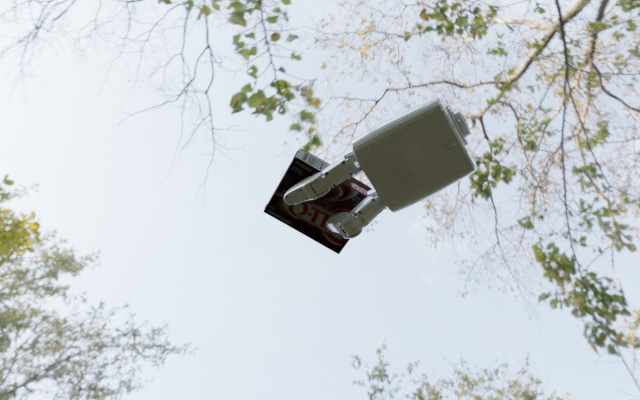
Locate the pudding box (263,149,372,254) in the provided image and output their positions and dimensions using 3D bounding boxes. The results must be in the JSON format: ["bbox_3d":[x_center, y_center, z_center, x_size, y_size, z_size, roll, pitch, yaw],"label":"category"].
[{"bbox_3d":[0.000,0.002,0.588,0.113,0.090,0.039,31,29,-4],"label":"pudding box"}]
